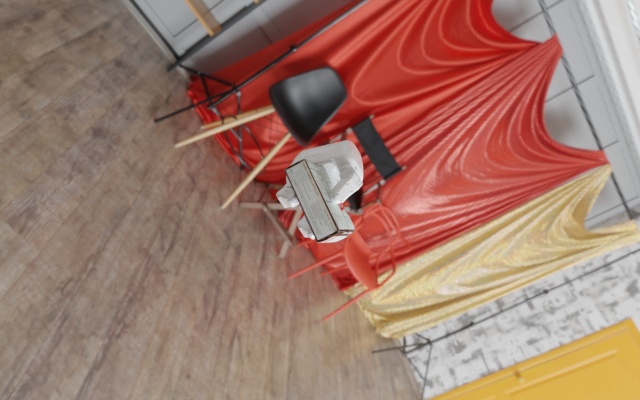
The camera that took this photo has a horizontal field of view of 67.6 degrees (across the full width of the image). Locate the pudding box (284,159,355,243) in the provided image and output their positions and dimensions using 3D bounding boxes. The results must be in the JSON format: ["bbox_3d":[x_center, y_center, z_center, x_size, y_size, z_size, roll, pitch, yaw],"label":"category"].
[{"bbox_3d":[0.000,0.002,0.669,0.039,0.113,0.090,-30,-12,15],"label":"pudding box"}]
